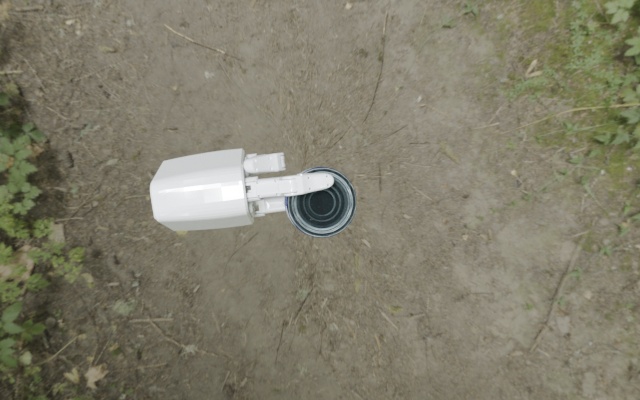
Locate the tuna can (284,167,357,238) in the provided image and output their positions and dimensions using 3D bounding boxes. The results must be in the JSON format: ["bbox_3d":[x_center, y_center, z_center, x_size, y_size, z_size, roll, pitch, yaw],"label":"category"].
[{"bbox_3d":[0.000,0.002,0.578,0.086,0.086,0.034,0,2,-8],"label":"tuna can"}]
